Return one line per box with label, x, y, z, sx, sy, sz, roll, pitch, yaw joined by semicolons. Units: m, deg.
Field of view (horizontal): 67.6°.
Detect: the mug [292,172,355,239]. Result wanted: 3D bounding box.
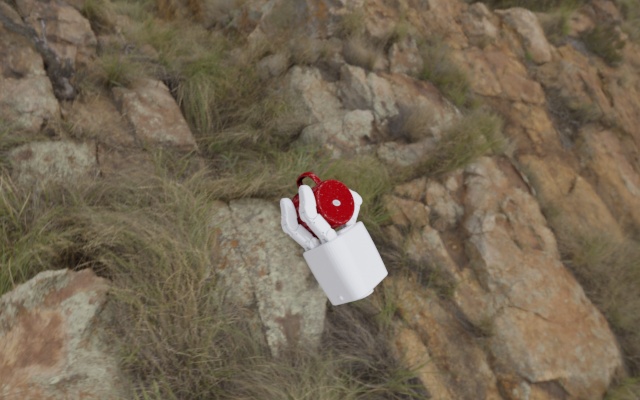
mug;0.000;0.001;0.831;0.093;0.117;0.081;-30;0;-39
